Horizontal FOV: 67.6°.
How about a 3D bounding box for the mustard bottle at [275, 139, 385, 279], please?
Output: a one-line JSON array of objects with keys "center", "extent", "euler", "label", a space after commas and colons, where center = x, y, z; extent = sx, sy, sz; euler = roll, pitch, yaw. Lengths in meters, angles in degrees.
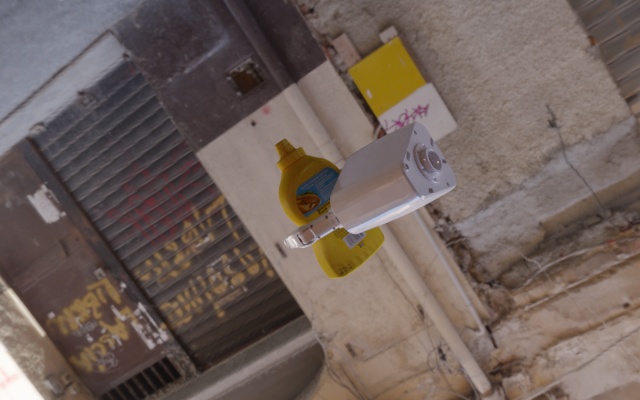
[{"center": [0.000, 0.002, 0.635], "extent": [0.096, 0.191, 0.058], "euler": [-37, 7, -27], "label": "mustard bottle"}]
